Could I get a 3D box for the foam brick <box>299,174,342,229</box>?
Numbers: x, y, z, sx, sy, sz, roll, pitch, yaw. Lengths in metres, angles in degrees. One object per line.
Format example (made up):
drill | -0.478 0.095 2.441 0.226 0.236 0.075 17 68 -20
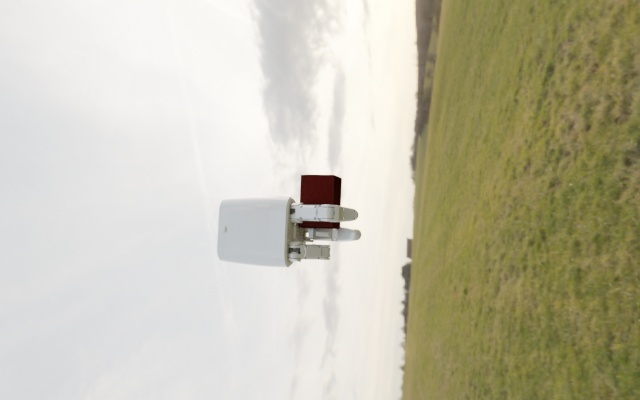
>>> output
foam brick | 0.000 0.002 0.697 0.051 0.078 0.053 2 -5 15
